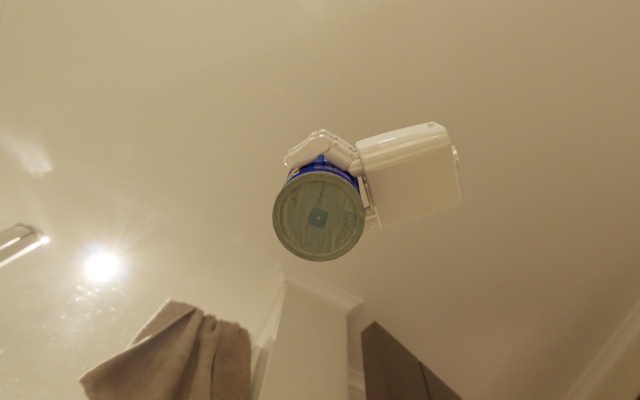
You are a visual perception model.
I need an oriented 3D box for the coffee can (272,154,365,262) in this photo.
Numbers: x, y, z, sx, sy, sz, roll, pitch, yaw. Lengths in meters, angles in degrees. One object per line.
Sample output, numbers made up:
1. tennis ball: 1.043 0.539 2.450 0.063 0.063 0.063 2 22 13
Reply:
1. coffee can: 0.000 0.002 0.589 0.103 0.103 0.140 0 15 2
